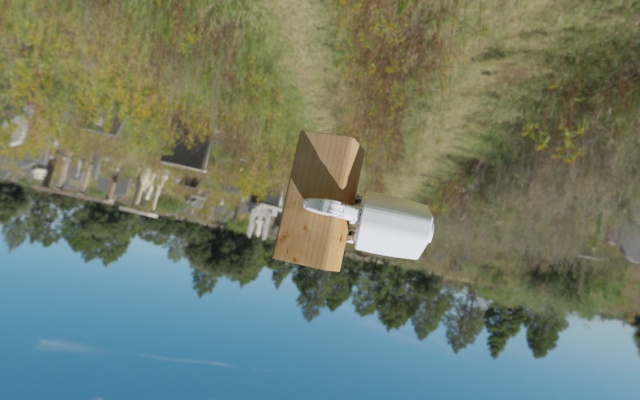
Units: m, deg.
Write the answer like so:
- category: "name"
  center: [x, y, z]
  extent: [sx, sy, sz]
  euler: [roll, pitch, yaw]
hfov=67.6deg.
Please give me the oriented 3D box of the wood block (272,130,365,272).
- category: "wood block"
  center: [0.000, 0.003, 0.767]
  extent: [0.090, 0.206, 0.091]
  euler: [10, -6, 19]
